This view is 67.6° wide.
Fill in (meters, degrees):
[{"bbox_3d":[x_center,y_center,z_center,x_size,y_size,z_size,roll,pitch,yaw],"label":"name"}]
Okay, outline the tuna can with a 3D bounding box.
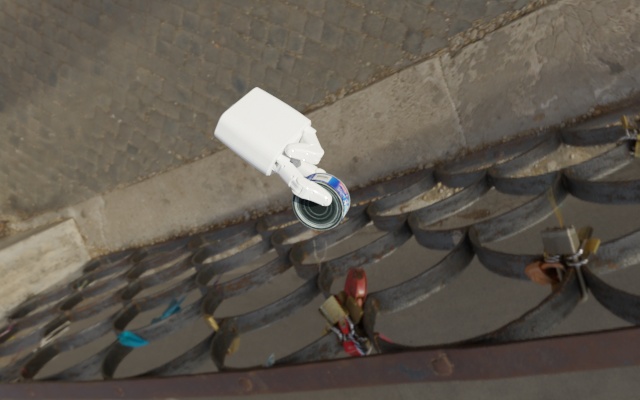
[{"bbox_3d":[0.000,0.003,0.734,0.086,0.086,0.033,0,25,20],"label":"tuna can"}]
